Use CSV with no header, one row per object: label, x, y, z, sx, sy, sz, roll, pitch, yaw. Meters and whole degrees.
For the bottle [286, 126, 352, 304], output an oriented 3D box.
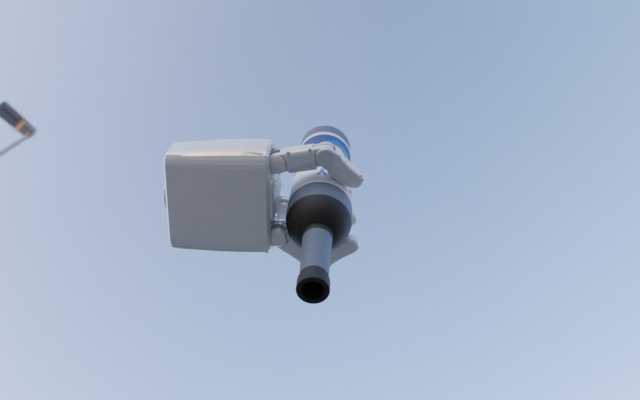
bottle,0.000,0.002,0.507,0.069,0.069,0.295,0,29,3
